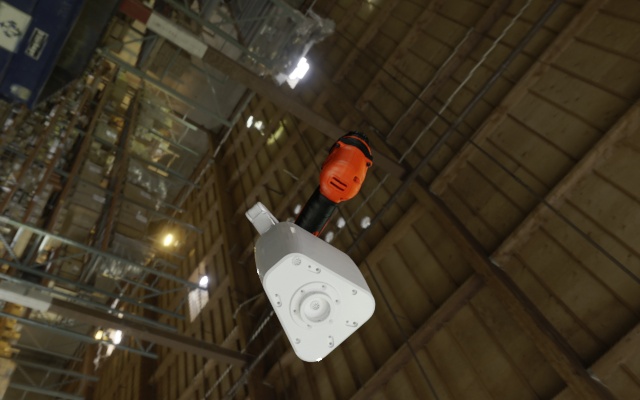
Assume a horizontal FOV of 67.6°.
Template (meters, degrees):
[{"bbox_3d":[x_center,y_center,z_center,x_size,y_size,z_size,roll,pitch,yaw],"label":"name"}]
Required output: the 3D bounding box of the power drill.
[{"bbox_3d":[0.000,0.002,0.610,0.057,0.188,0.184,31,23,0],"label":"power drill"}]
